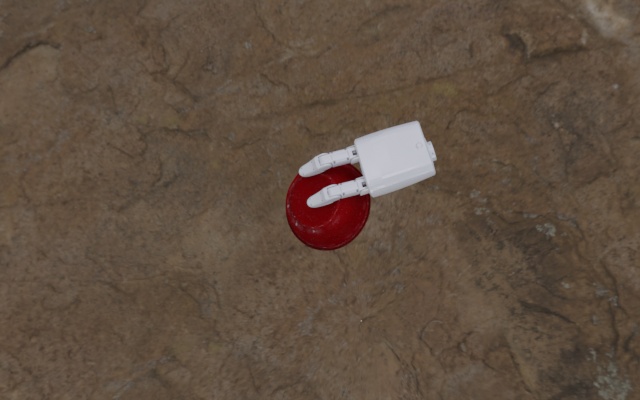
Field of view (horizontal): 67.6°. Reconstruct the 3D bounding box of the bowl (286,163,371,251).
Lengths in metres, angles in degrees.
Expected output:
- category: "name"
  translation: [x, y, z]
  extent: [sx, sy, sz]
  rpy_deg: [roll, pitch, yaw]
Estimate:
- category: "bowl"
  translation: [-0.001, 0.003, 0.804]
  extent: [0.162, 0.162, 0.055]
  rpy_deg: [0, -8, 25]
